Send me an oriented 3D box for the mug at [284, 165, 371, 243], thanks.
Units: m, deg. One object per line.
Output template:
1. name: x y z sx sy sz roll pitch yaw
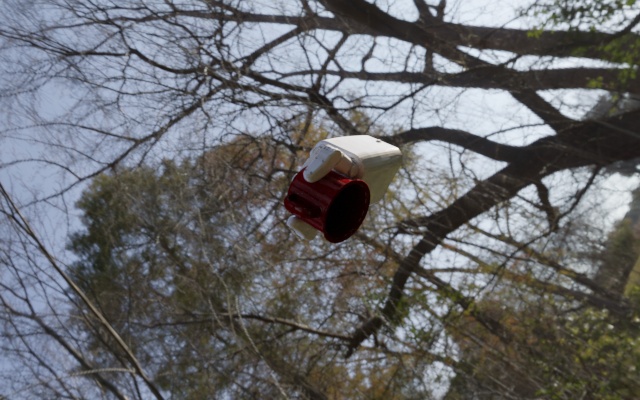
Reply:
1. mug: -0.001 0.002 0.649 0.081 0.093 0.117 30 30 36
